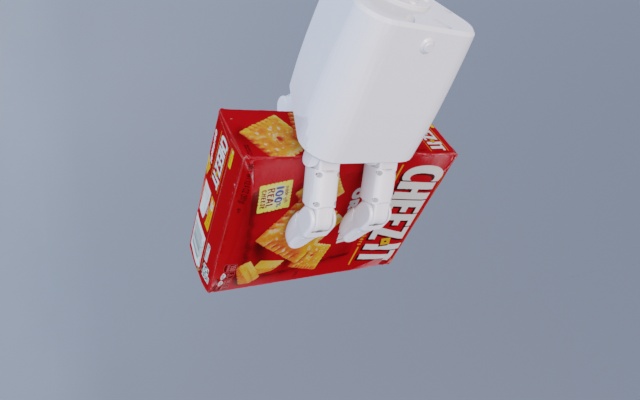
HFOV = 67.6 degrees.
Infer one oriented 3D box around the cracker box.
[{"bbox_3d":[0.000,0.001,0.449,0.213,0.164,0.072,-4,46,-30],"label":"cracker box"}]
